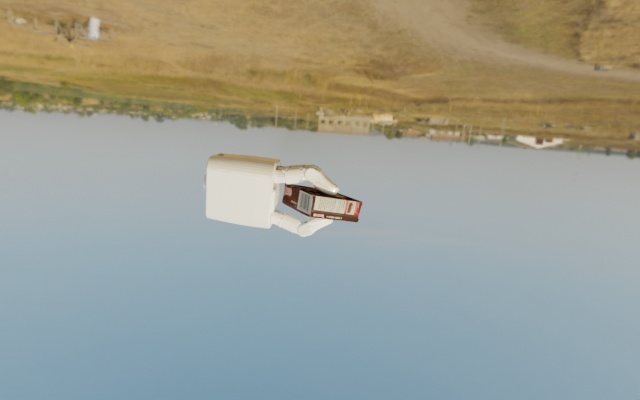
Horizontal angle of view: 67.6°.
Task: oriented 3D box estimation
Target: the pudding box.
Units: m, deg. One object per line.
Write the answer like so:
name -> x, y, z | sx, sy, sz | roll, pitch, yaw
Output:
pudding box -> 0.000, 0.003, 0.772 | 0.090, 0.039, 0.113 | 7, 10, -28
